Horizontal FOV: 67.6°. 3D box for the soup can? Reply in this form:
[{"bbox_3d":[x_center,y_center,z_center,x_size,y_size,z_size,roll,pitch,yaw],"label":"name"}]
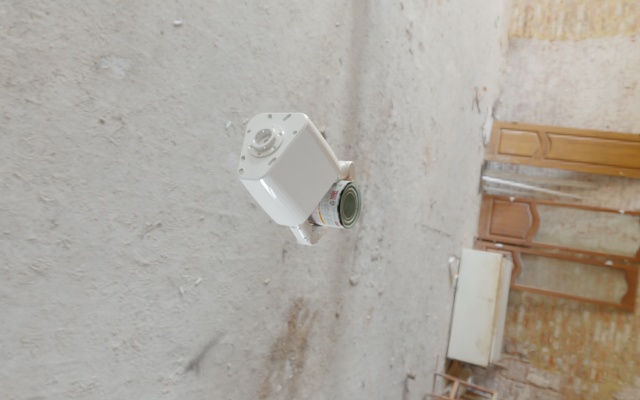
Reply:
[{"bbox_3d":[0.001,0.003,0.694,0.102,0.068,0.068,6,3,31],"label":"soup can"}]
